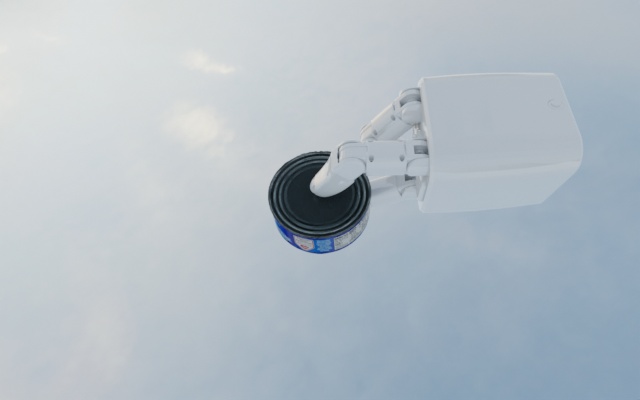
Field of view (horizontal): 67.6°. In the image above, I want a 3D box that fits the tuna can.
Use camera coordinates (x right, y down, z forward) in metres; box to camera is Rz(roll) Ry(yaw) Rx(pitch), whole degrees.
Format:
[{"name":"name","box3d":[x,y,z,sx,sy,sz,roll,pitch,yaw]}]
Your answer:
[{"name":"tuna can","box3d":[0.000,0.002,0.408,0.086,0.086,0.034,0,-32,4]}]
